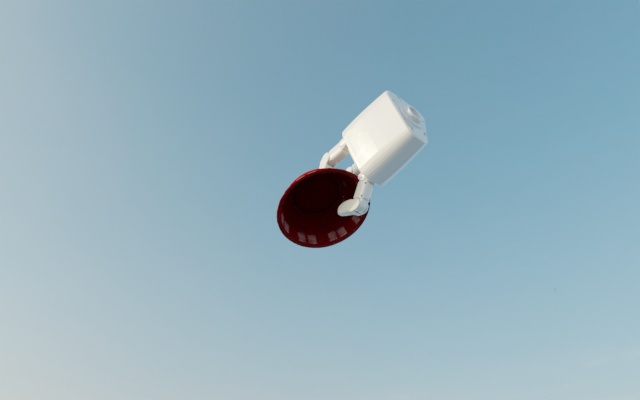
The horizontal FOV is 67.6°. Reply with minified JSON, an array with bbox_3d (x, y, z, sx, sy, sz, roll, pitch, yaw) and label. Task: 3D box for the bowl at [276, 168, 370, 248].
[{"bbox_3d":[-0.001,0.003,0.816,0.162,0.162,0.055,0,33,-18],"label":"bowl"}]
